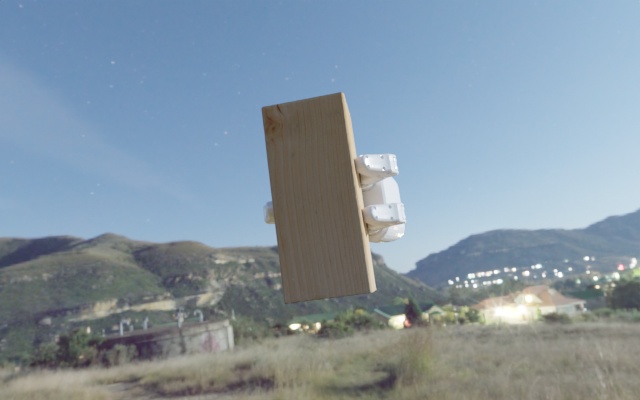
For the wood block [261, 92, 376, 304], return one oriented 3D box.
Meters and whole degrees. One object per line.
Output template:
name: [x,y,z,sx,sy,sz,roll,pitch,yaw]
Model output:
wood block: [0.000,0.002,0.523,0.091,0.206,0.090,-9,-10,8]
